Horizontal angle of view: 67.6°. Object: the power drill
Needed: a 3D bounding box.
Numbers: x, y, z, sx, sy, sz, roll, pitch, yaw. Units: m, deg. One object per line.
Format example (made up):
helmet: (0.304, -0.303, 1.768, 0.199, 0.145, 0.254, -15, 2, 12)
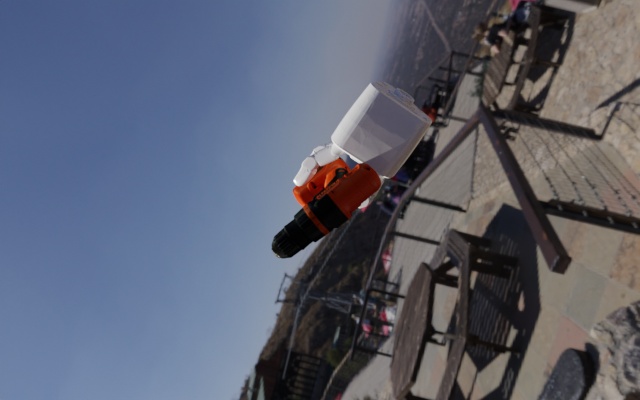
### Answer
power drill: (0.000, 0.002, 0.739, 0.184, 0.057, 0.187, -38, 16, 4)
